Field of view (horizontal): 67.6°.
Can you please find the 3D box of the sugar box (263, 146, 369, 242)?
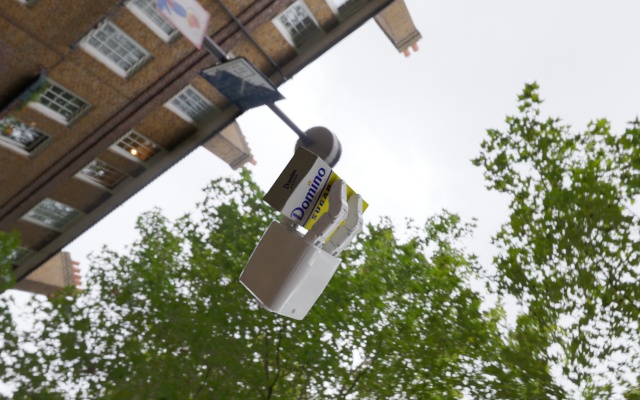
[{"bbox_3d":[0.000,0.003,0.705,0.048,0.093,0.176,33,-2,34],"label":"sugar box"}]
